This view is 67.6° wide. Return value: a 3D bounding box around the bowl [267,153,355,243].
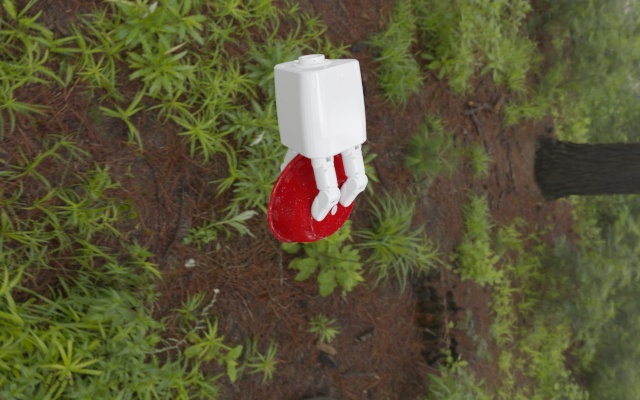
[{"bbox_3d":[0.001,0.003,0.703,0.055,0.162,0.162,31,18,34],"label":"bowl"}]
